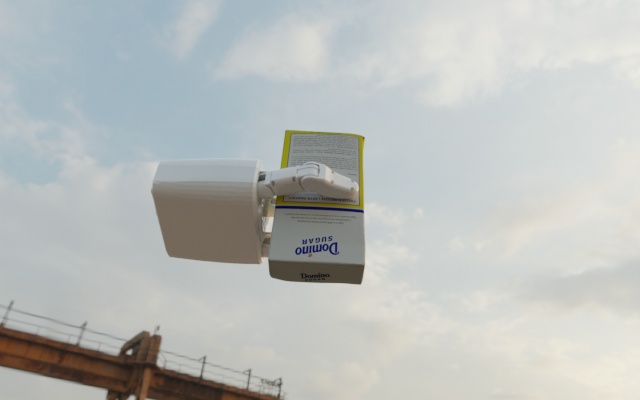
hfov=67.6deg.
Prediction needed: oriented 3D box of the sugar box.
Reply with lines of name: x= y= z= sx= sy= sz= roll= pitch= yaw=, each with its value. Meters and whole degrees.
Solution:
sugar box: x=0.000 y=0.002 z=0.507 sx=0.093 sy=0.176 sz=0.048 roll=3 pitch=-36 yaw=1
